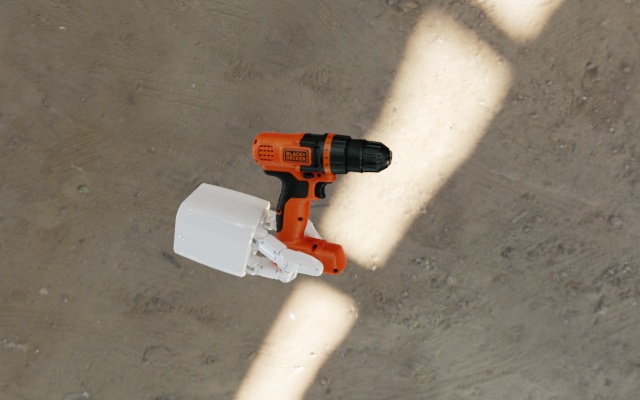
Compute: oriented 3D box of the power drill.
[{"bbox_3d":[0.000,0.003,0.641,0.184,0.188,0.057,7,18,16],"label":"power drill"}]
